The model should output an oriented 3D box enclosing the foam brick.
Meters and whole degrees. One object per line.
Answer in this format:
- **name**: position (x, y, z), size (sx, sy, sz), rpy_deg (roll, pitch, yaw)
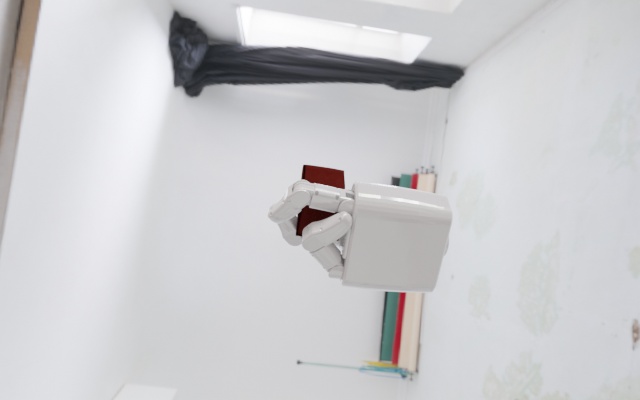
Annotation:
- **foam brick**: position (0.000, 0.002, 0.565), size (0.051, 0.053, 0.078), rpy_deg (6, 37, -4)
